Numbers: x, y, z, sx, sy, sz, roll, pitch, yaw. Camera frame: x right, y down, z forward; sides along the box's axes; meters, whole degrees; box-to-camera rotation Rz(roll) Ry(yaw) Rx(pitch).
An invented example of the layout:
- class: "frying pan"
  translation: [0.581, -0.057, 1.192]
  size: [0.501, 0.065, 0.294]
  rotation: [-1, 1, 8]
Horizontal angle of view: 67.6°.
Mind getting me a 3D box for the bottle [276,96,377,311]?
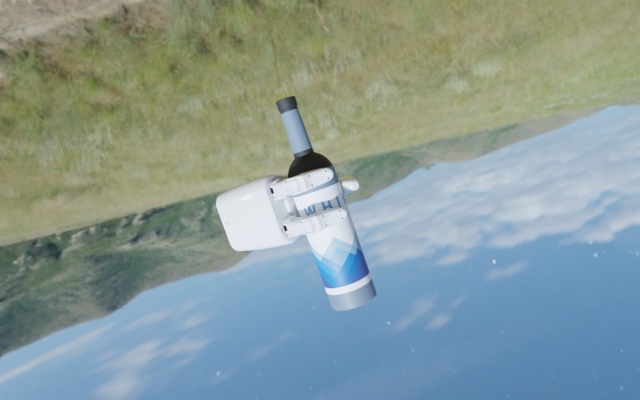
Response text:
- class: "bottle"
  translation: [0.000, 0.002, 0.657]
  size: [0.069, 0.296, 0.069]
  rotation: [-19, 6, 2]
